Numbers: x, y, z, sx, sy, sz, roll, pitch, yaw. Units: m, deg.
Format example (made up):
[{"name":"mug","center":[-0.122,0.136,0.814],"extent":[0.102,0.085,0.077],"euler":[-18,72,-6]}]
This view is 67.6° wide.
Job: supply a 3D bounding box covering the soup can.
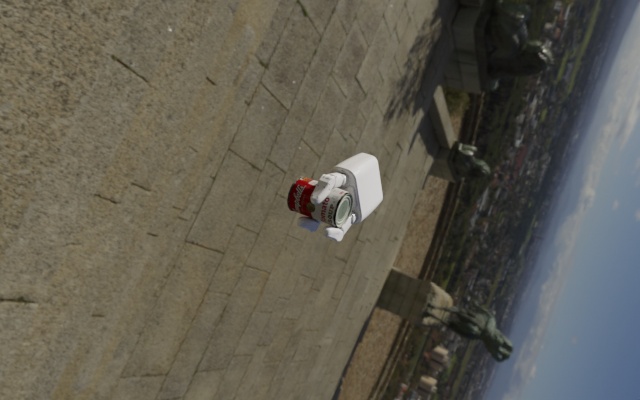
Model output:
[{"name":"soup can","center":[0.000,0.003,0.868],"extent":[0.102,0.068,0.068],"euler":[20,9,26]}]
